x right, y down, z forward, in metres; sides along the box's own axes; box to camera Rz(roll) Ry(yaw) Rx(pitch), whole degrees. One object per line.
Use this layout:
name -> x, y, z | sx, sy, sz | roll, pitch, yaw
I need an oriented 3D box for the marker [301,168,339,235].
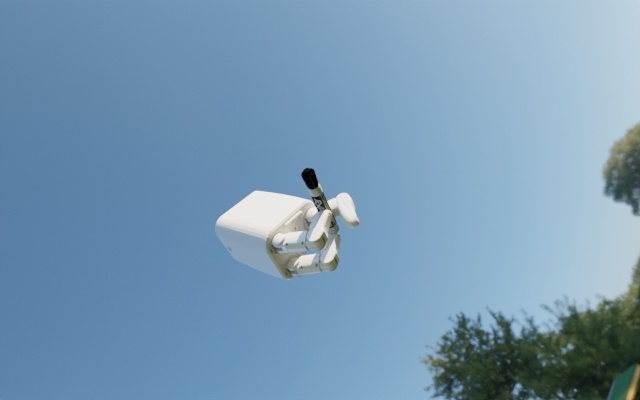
marker -> 0.000, 0.002, 0.650 | 0.020, 0.020, 0.121 | 0, -43, 24
